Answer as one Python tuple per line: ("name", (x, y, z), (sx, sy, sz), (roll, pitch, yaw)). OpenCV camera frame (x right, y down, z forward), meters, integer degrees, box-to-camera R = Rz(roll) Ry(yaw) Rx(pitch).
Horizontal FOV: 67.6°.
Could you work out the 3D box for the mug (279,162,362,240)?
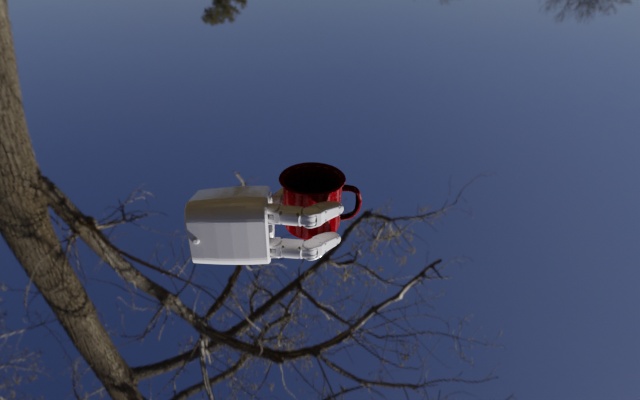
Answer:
("mug", (0.002, 0.002, 0.684), (0.117, 0.081, 0.093), (0, 32, -1))
